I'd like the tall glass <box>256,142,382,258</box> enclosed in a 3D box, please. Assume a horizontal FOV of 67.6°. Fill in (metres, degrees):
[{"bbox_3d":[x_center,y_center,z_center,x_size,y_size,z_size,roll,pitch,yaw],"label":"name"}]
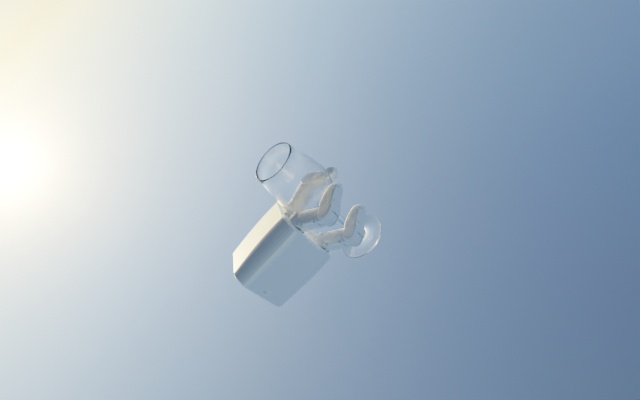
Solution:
[{"bbox_3d":[0.001,0.002,0.673,0.079,0.079,0.201,0,-32,47],"label":"tall glass"}]
